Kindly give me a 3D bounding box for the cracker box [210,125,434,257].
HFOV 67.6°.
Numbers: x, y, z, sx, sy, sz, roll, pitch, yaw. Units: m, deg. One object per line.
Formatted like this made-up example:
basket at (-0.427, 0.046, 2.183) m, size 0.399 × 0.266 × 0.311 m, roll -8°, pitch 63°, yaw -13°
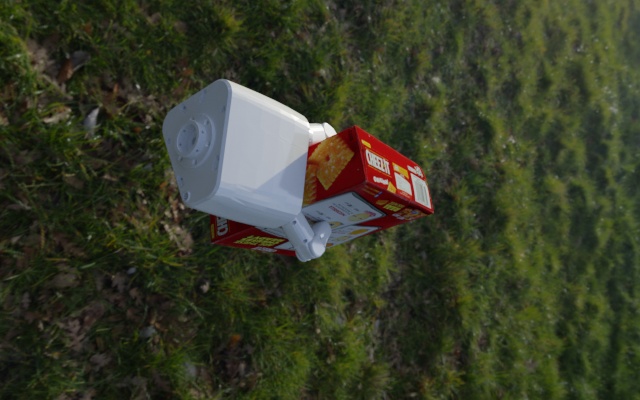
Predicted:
cracker box at (0.000, 0.002, 0.568) m, size 0.214 × 0.072 × 0.164 m, roll -21°, pitch -23°, yaw 31°
